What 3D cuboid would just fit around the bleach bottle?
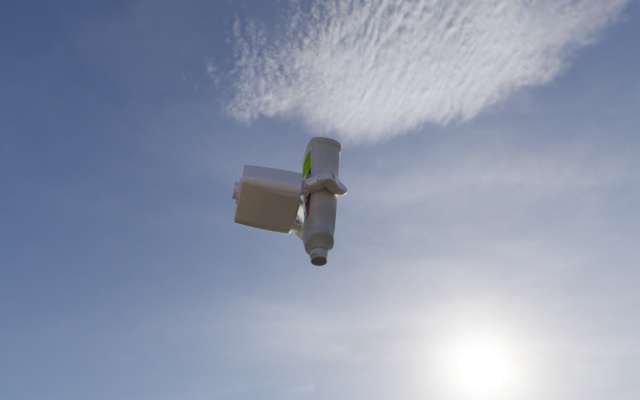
[{"bbox_3d":[0.000,0.003,0.877,0.068,0.250,0.103,10,-42,-12],"label":"bleach bottle"}]
